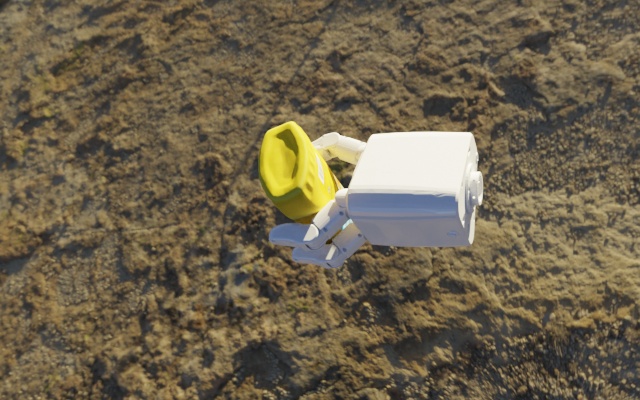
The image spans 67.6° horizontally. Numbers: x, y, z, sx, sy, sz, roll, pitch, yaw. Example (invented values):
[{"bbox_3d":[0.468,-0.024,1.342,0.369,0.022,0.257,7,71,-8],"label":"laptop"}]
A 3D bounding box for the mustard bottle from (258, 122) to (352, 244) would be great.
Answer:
[{"bbox_3d":[0.000,0.002,0.543,0.058,0.096,0.192,-21,-34,15],"label":"mustard bottle"}]
